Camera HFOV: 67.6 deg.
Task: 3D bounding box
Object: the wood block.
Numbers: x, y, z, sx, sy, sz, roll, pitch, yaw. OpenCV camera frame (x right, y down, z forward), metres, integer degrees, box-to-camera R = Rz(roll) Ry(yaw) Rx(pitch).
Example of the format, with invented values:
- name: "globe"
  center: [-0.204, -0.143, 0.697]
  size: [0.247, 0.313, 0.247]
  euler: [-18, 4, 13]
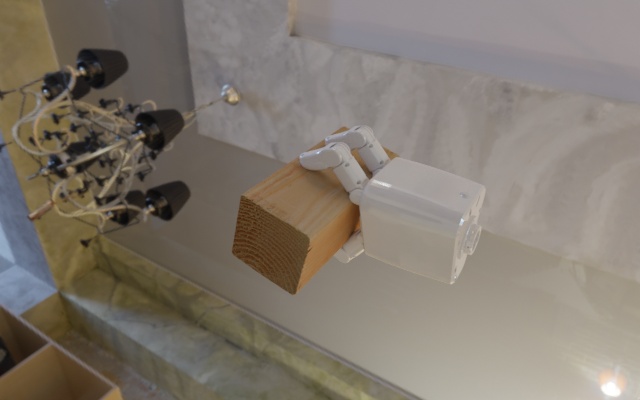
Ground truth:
- name: "wood block"
  center: [0.000, 0.002, 0.563]
  size: [0.090, 0.091, 0.206]
  euler: [31, 40, 18]
